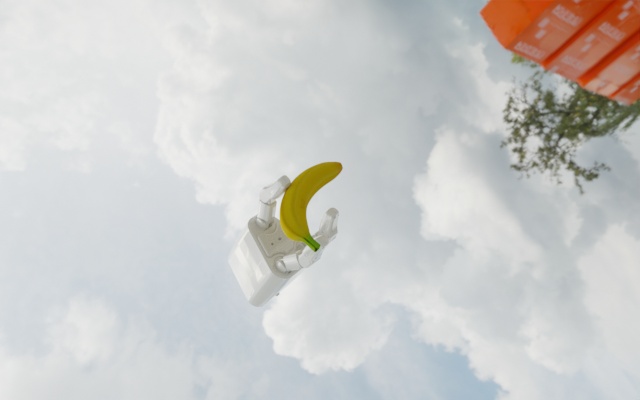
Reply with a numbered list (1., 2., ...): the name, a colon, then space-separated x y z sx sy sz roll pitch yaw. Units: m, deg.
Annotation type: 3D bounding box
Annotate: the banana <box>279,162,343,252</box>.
1. banana: -0.017 -0.004 0.686 0.069 0.037 0.197 26 41 -7
